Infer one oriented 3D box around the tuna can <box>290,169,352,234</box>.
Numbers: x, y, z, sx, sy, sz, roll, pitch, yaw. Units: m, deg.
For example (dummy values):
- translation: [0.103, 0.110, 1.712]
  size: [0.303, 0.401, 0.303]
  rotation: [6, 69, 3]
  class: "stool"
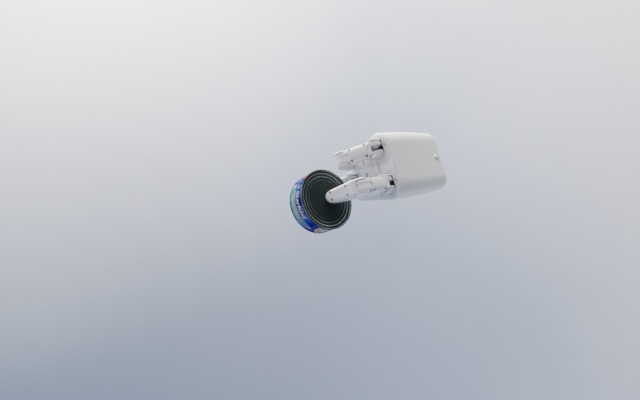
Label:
- translation: [0.000, 0.002, 0.667]
  size: [0.086, 0.086, 0.034]
  rotation: [0, -15, -37]
  class: "tuna can"
